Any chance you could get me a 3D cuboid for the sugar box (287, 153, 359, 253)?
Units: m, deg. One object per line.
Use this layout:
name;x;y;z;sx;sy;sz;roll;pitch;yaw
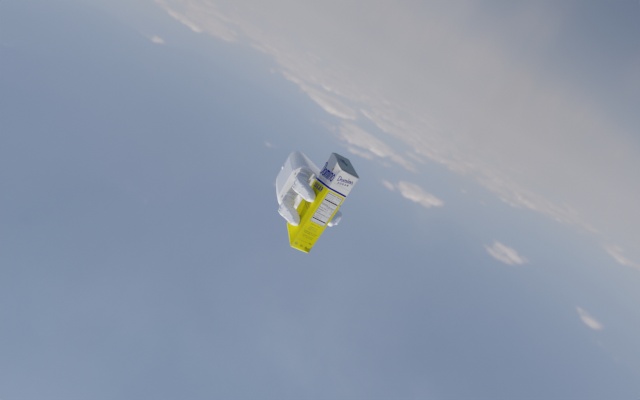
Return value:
sugar box;0.000;0.003;0.891;0.048;0.176;0.093;24;19;-19
